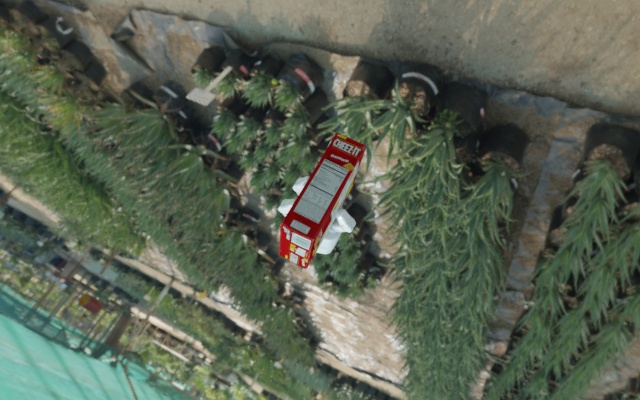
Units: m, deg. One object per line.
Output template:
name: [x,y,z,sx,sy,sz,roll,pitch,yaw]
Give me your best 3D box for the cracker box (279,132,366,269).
cracker box: [0.000,0.003,0.898,0.072,0.213,0.164,27,-25,7]
